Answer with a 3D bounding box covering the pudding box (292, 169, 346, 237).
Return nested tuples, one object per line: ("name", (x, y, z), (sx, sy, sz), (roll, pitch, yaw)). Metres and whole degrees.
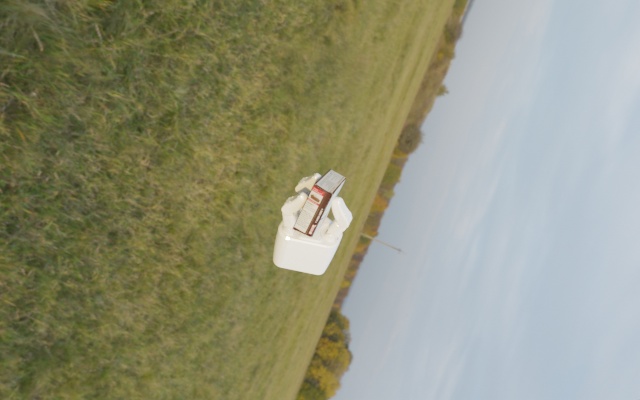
("pudding box", (0.000, 0.003, 0.815), (0.039, 0.090, 0.113), (27, 21, 4))
